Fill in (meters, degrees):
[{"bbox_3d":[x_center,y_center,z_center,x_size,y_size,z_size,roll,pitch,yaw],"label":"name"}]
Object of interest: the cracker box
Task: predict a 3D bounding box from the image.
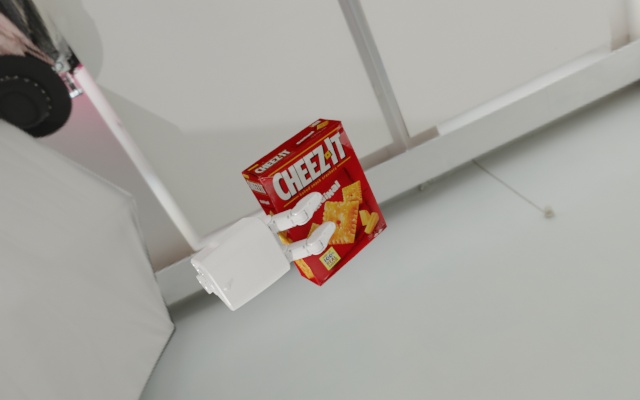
[{"bbox_3d":[0.000,0.003,0.764,0.164,0.214,0.072,-38,29,-22],"label":"cracker box"}]
